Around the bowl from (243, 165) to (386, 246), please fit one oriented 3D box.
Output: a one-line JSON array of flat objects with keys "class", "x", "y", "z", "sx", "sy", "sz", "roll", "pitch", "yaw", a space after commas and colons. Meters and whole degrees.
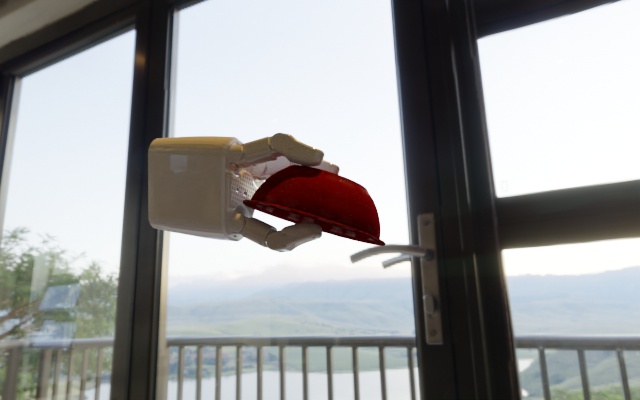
[{"class": "bowl", "x": 0.001, "y": 0.002, "z": 0.523, "sx": 0.162, "sy": 0.055, "sz": 0.162, "roll": 17, "pitch": -7, "yaw": 2}]
